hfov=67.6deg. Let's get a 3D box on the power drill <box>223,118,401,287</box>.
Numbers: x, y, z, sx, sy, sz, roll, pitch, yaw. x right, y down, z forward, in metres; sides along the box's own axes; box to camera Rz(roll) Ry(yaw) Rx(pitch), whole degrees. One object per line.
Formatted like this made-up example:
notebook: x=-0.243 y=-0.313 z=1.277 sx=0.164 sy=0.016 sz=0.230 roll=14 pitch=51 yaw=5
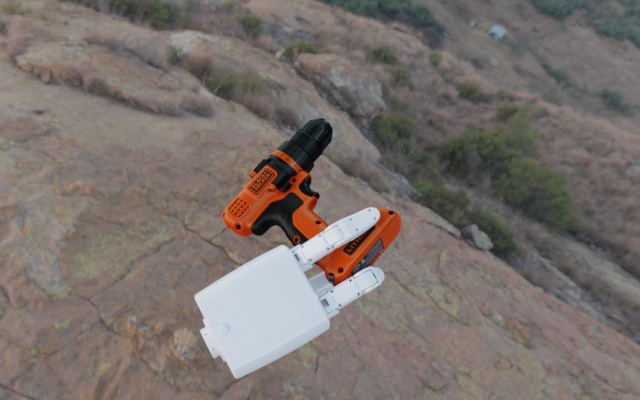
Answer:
power drill: x=0.000 y=0.002 z=0.568 sx=0.187 sy=0.184 sz=0.057 roll=34 pitch=-12 yaw=29
